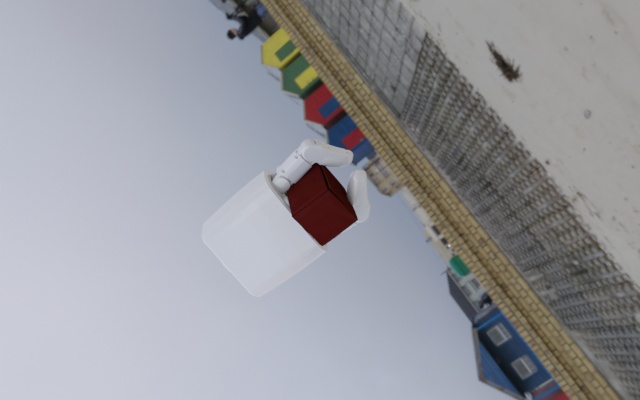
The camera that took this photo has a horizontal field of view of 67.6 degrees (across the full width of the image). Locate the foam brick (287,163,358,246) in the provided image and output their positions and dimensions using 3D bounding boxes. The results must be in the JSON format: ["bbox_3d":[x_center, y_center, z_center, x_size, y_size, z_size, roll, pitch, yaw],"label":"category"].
[{"bbox_3d":[0.000,0.002,0.529,0.051,0.053,0.078,-37,27,10],"label":"foam brick"}]
